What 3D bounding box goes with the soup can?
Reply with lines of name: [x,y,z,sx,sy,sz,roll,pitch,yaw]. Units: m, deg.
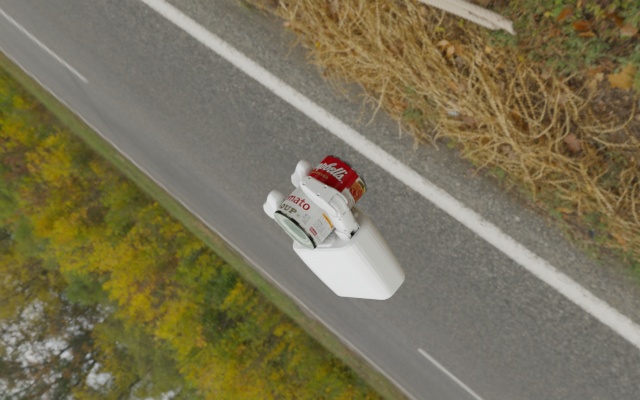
soup can: [0.000,0.002,0.587,0.068,0.102,0.068,38,-18,15]
